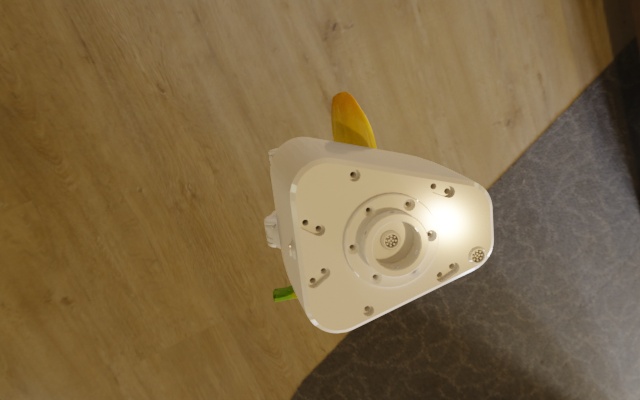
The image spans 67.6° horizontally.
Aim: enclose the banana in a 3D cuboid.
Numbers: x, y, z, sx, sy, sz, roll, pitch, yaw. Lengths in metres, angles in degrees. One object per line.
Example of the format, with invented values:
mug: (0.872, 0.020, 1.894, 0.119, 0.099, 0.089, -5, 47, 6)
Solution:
banana: (0.017, 0.010, 0.413, 0.069, 0.198, 0.037, 16, 10, -6)
